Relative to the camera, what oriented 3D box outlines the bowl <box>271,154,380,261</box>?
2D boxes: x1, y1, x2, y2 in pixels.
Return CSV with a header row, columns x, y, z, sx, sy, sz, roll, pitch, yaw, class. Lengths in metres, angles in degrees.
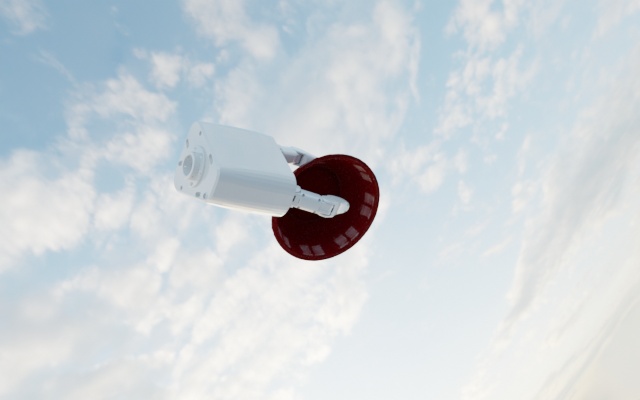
x,y,z,sx,sy,sz,roll,pitch,yaw,class
0.001,0.003,0.666,0.162,0.162,0.055,0,26,-27,bowl
